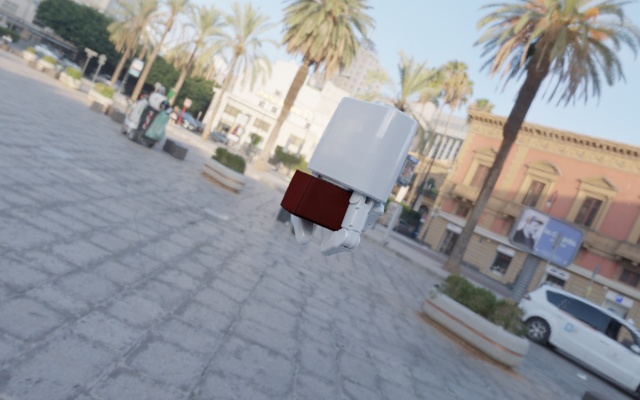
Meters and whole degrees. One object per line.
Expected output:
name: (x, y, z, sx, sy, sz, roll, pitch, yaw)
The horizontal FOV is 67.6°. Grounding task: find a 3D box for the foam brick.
foam brick: (0.000, 0.002, 0.584, 0.078, 0.051, 0.053, 23, 3, -29)
